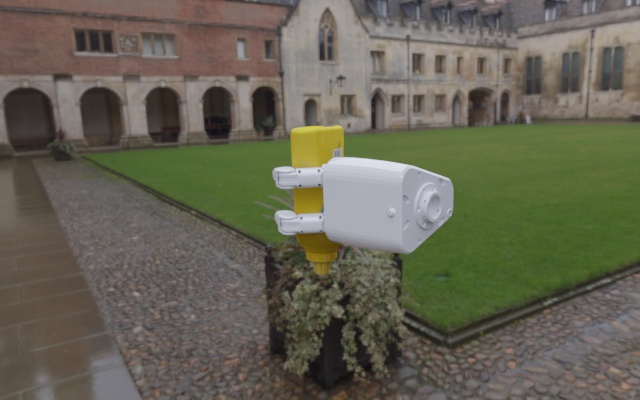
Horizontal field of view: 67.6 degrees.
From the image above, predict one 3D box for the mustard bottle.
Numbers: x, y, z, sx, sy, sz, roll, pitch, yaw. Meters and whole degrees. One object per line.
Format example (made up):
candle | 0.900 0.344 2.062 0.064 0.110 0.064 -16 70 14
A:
mustard bottle | 0.000 0.002 0.613 0.058 0.192 0.096 2 11 20
